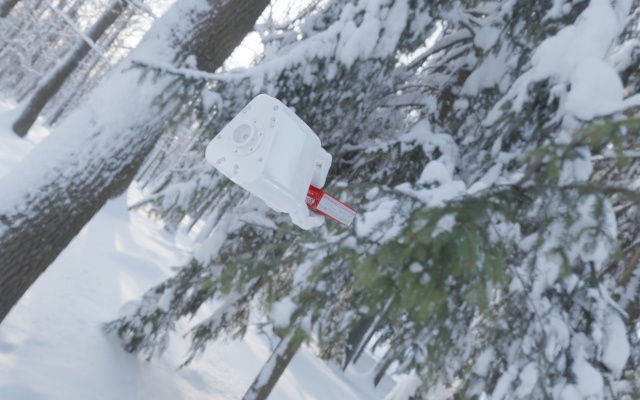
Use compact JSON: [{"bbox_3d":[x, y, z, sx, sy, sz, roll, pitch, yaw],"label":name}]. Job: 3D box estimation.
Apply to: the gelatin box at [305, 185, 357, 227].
[{"bbox_3d":[0.001,0.002,0.703,0.073,0.030,0.089,28,-1,43],"label":"gelatin box"}]
